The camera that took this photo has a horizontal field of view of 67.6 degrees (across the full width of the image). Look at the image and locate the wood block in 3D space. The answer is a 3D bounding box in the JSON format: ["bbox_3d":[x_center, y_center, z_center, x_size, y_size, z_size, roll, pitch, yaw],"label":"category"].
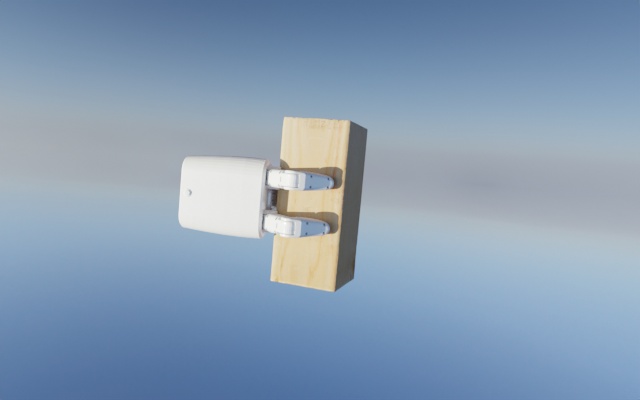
[{"bbox_3d":[0.000,0.002,0.623,0.090,0.206,0.091,6,4,18],"label":"wood block"}]
